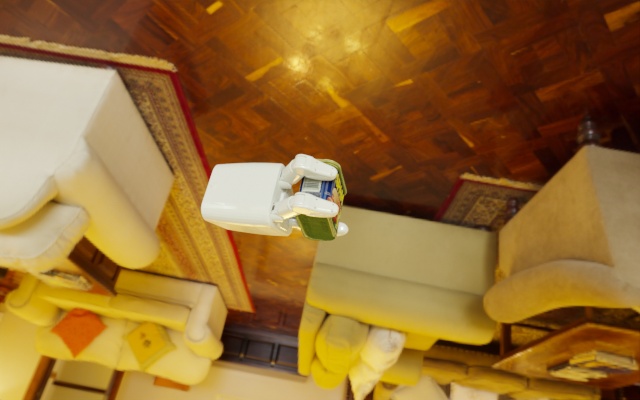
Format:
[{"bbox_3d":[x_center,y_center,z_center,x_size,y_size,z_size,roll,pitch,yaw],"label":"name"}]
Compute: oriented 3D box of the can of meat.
[{"bbox_3d":[0.000,0.003,0.697,0.057,0.084,0.102,4,-29,13],"label":"can of meat"}]
